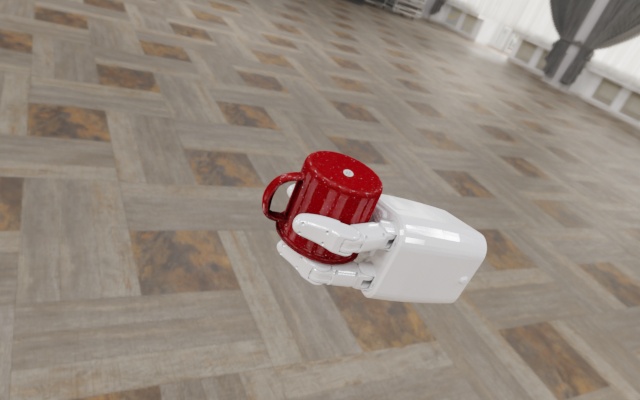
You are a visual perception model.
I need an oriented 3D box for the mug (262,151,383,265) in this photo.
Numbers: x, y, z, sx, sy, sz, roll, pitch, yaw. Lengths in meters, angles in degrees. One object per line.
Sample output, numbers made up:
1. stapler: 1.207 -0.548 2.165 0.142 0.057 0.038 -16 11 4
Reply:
1. mug: -0.001 0.001 0.473 0.117 0.081 0.093 11 30 -22
